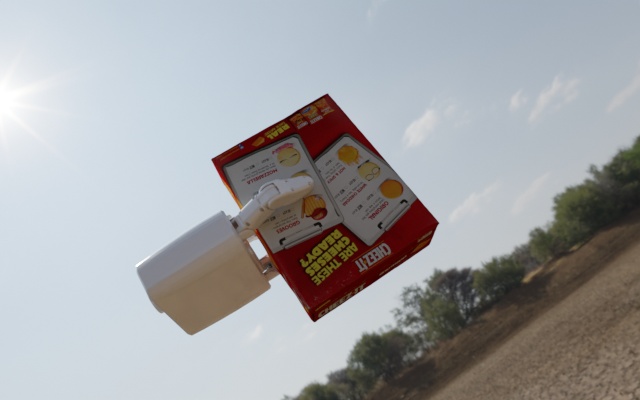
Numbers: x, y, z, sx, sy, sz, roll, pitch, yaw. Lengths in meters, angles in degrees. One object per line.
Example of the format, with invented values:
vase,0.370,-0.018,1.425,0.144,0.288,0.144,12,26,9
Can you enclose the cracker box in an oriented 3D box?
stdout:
cracker box,0.000,0.002,0.545,0.164,0.213,0.072,-32,-25,-11
